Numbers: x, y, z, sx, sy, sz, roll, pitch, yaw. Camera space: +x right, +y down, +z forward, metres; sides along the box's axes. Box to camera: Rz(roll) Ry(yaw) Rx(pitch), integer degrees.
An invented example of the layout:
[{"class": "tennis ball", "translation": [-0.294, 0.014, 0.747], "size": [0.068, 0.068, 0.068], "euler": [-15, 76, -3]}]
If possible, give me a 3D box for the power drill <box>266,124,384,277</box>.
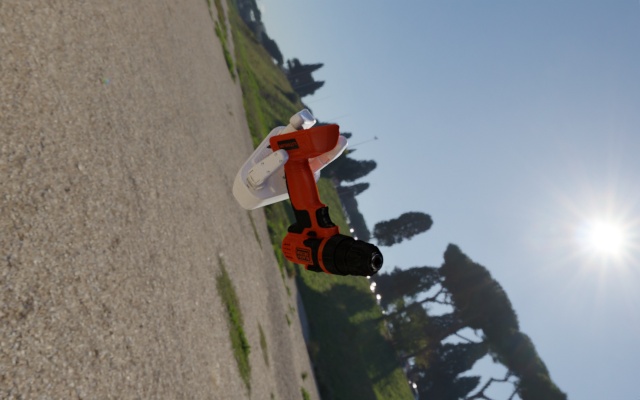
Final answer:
[{"class": "power drill", "translation": [0.000, 0.002, 0.606], "size": [0.057, 0.187, 0.184], "euler": [-14, 9, -37]}]
